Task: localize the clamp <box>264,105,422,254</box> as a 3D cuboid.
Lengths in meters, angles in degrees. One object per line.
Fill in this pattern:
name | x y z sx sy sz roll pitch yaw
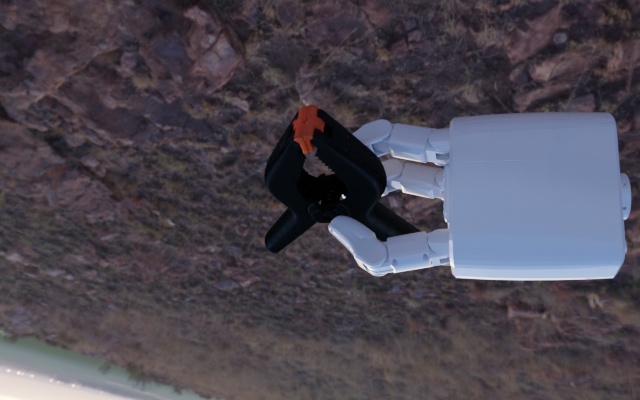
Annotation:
clamp | 0.000 0.002 0.401 0.164 0.036 0.210 -3 -31 18
